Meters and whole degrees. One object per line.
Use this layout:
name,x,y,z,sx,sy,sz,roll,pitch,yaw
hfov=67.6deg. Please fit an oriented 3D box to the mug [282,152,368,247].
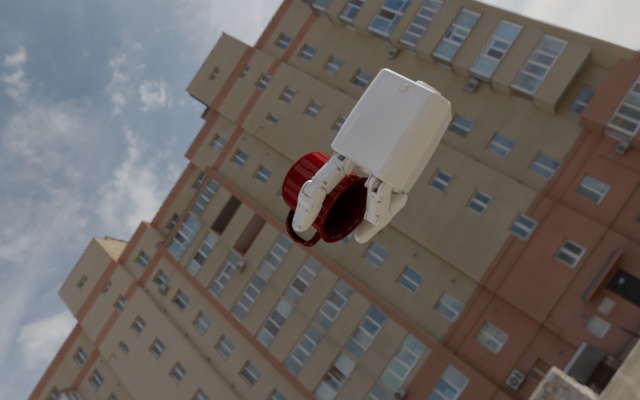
mug,-0.001,0.003,0.594,0.081,0.117,0.093,37,7,30
